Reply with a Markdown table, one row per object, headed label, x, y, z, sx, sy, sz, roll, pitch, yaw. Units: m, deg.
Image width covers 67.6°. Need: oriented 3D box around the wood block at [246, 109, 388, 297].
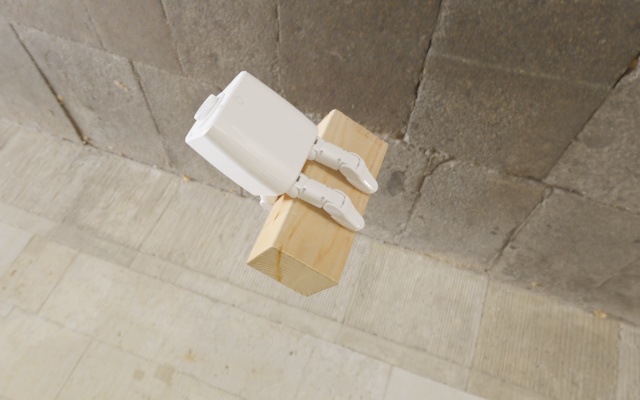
| label | x | y | z | sx | sy | sz | roll | pitch | yaw |
| --- | --- | --- | --- | --- | --- | --- | --- | --- | --- |
| wood block | 0.000 | 0.002 | 0.598 | 0.090 | 0.206 | 0.091 | 31 | -30 | -14 |
